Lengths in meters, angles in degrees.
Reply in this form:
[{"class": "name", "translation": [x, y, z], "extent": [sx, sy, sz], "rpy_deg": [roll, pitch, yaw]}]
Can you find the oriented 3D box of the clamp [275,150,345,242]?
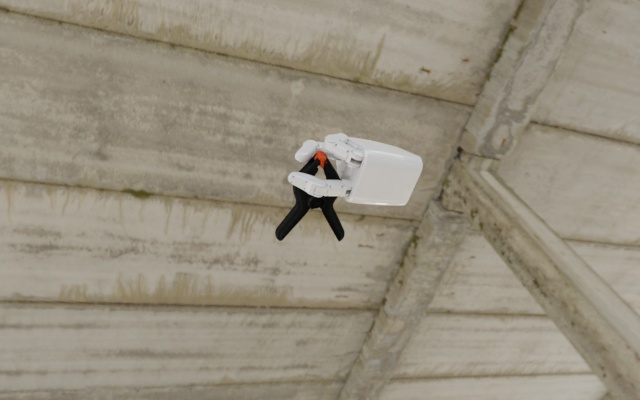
[{"class": "clamp", "translation": [0.000, 0.002, 0.794], "extent": [0.120, 0.171, 0.039], "rpy_deg": [6, 32, -22]}]
